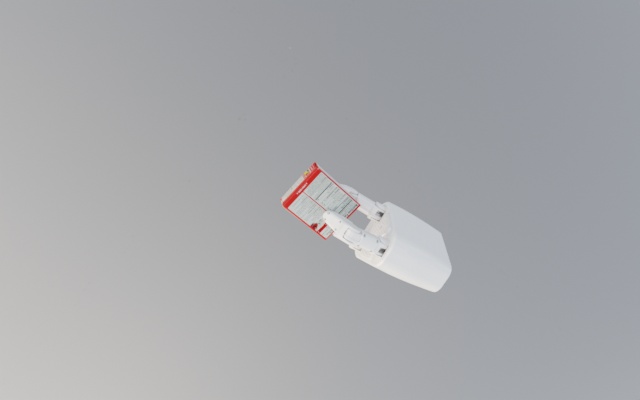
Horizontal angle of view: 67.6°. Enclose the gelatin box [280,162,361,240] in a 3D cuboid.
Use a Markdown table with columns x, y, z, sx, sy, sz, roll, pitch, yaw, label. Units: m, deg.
| x | y | z | sx | sy | sz | roll | pitch | yaw | label |
| --- | --- | --- | --- | --- | --- | --- | --- | --- | --- |
| 0.000 | 0.002 | 0.674 | 0.089 | 0.073 | 0.030 | 40 | 9 | -24 | gelatin box |
